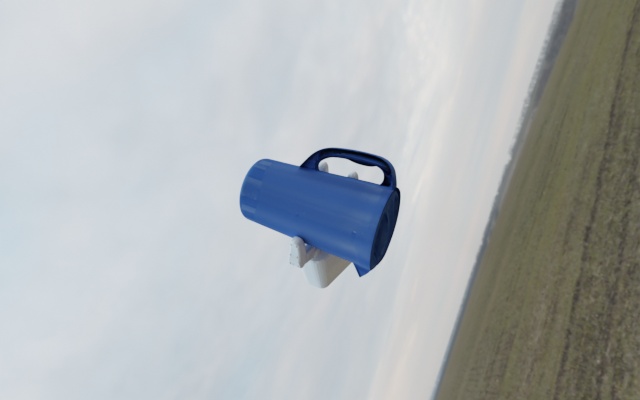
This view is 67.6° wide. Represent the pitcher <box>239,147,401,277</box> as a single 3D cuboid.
[{"bbox_3d":[0.000,0.003,0.761,0.243,0.149,0.145,18,-33,19],"label":"pitcher"}]
